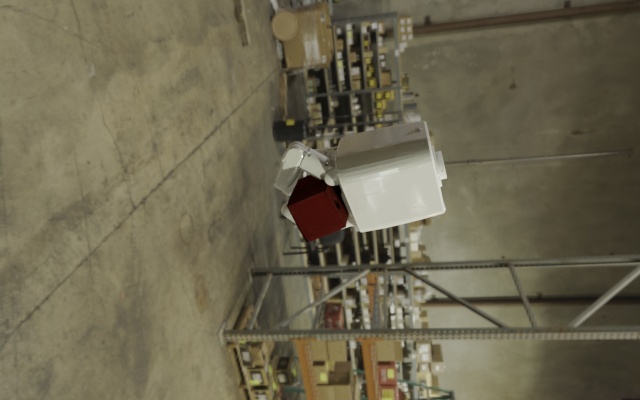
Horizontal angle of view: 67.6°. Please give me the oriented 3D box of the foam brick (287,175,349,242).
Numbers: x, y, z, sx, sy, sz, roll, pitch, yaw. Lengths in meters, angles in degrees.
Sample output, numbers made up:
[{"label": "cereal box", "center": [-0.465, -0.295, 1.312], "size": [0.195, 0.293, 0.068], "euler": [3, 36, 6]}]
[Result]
[{"label": "foam brick", "center": [0.000, 0.002, 0.565], "size": [0.051, 0.053, 0.078], "euler": [-21, 22, 18]}]
